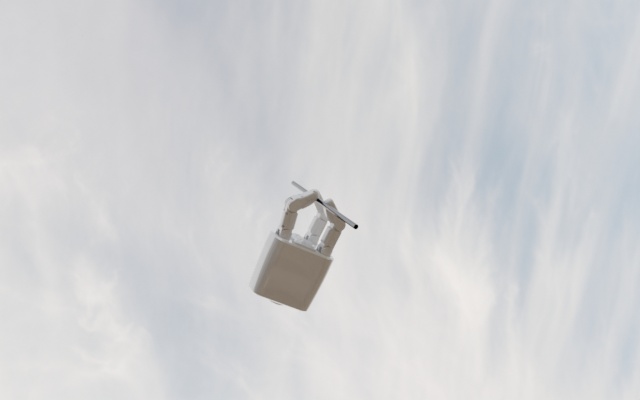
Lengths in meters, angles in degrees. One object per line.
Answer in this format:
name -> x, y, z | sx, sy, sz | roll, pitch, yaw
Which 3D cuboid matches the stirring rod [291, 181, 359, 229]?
stirring rod -> 0.000, 0.003, 0.790 | 0.011, 0.011, 0.239 | 0, 17, -26
